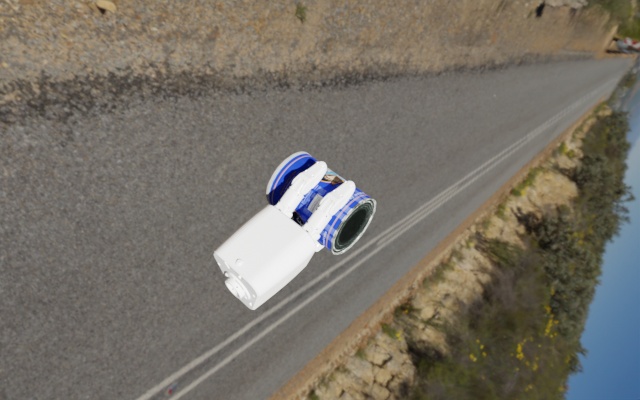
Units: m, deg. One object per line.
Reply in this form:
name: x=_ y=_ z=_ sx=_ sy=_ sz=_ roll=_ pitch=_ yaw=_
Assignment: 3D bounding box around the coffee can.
coffee can: x=0.000 y=0.002 z=0.743 sx=0.140 sy=0.103 sz=0.103 roll=36 pitch=17 yaw=24
